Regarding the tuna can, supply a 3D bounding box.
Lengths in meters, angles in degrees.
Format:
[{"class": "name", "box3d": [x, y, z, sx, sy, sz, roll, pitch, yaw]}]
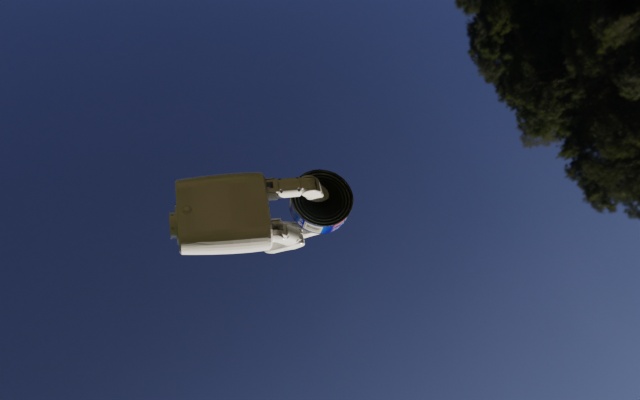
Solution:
[{"class": "tuna can", "box3d": [0.000, 0.002, 0.660, 0.086, 0.086, 0.034, 0, -26, -11]}]
